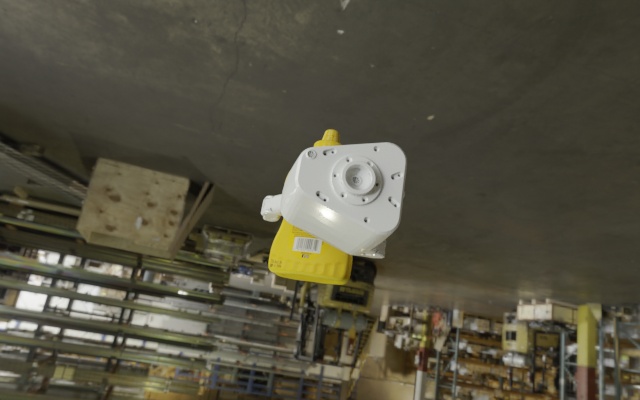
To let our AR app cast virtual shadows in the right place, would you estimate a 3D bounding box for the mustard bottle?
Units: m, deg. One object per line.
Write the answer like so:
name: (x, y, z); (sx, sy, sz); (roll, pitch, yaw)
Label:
mustard bottle: (0.000, 0.002, 0.587); (0.096, 0.191, 0.058); (5, -17, 16)
